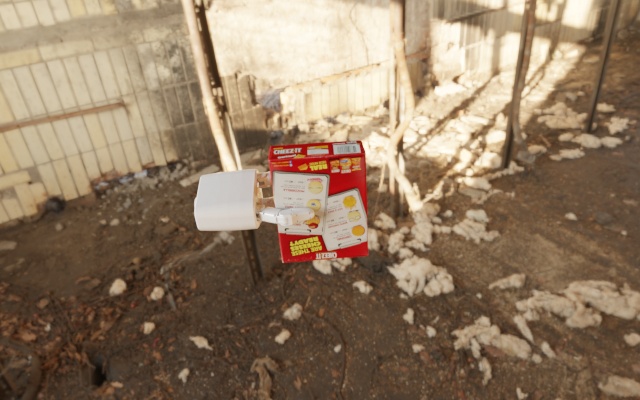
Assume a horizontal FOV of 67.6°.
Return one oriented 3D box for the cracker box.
[{"bbox_3d":[0.000,0.003,0.862,0.164,0.214,0.072,-5,31,1],"label":"cracker box"}]
